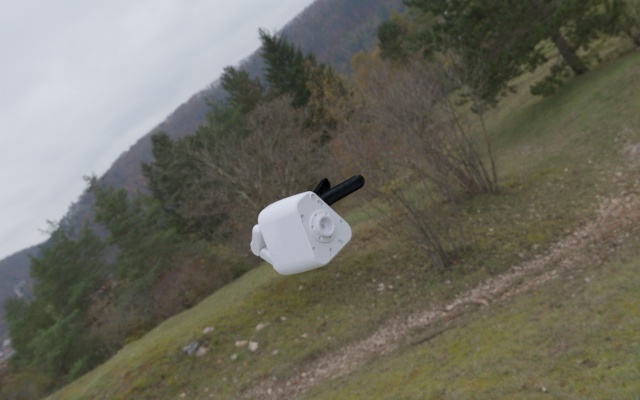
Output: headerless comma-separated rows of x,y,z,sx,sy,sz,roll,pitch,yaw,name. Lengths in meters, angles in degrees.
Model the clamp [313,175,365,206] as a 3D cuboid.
0.000,0.002,0.852,0.120,0.039,0.171,-17,22,50,clamp
